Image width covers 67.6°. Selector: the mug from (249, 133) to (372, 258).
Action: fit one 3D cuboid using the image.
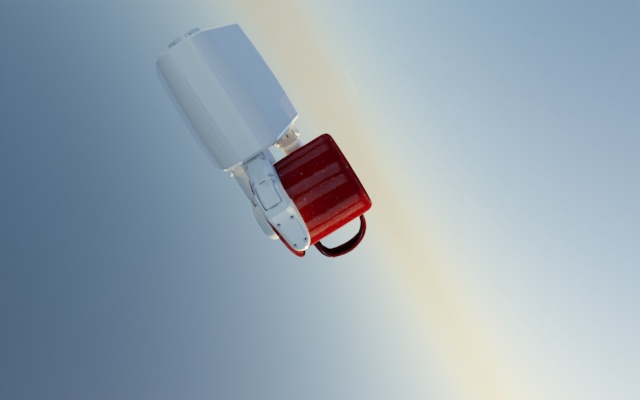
[{"bbox_3d":[0.001,0.003,0.442,0.081,0.117,0.093,-31,18,7],"label":"mug"}]
